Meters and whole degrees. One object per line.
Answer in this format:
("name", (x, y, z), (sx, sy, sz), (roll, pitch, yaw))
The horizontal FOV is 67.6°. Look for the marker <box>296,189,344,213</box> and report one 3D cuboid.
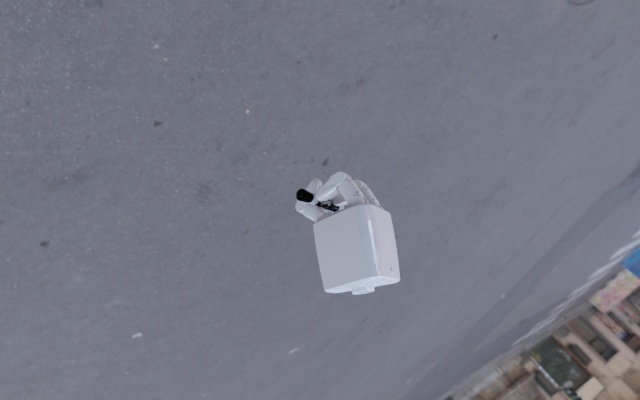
("marker", (0.000, 0.002, 0.748), (0.020, 0.020, 0.121), (0, -11, 32))
